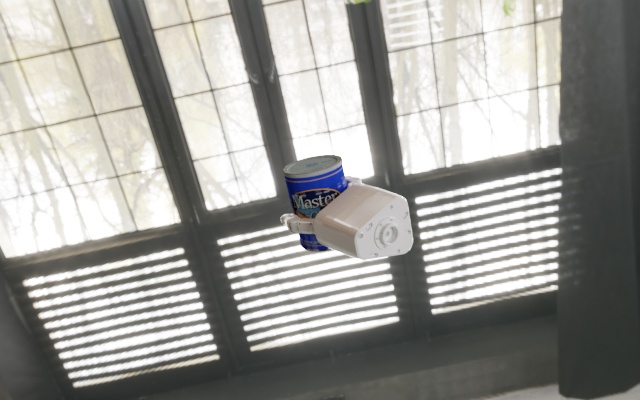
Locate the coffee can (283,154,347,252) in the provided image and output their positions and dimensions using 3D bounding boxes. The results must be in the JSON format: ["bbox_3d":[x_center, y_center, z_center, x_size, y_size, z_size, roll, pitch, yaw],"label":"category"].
[{"bbox_3d":[0.000,0.003,0.823,0.103,0.140,0.102,-11,20,4],"label":"coffee can"}]
